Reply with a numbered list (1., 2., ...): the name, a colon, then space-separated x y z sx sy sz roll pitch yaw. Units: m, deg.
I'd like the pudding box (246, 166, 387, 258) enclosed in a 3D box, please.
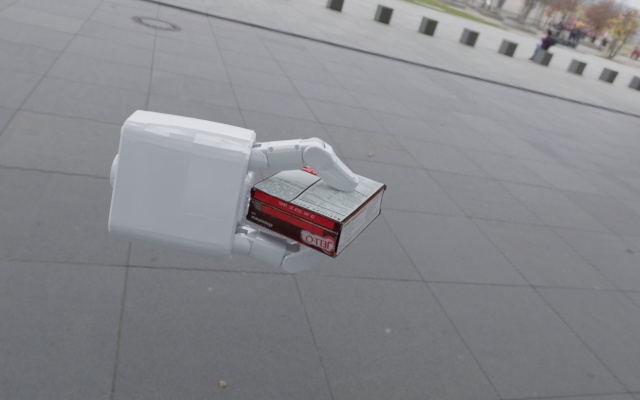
1. pudding box: 0.000 0.001 0.442 0.090 0.039 0.113 23 29 19
